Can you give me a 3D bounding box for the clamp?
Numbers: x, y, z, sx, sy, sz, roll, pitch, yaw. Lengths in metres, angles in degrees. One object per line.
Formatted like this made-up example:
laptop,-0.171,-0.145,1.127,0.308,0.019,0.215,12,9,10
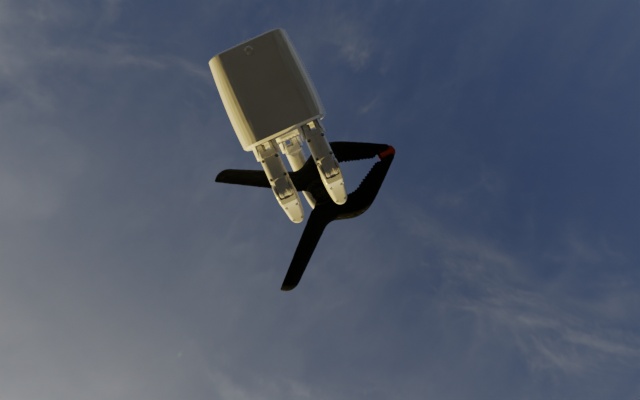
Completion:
clamp,0.000,0.001,0.574,0.210,0.164,0.036,-24,3,1
